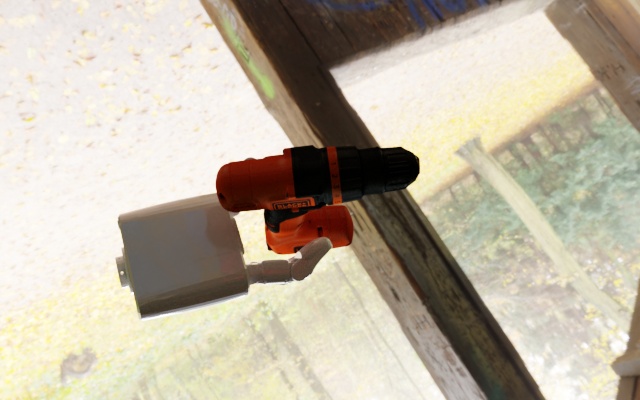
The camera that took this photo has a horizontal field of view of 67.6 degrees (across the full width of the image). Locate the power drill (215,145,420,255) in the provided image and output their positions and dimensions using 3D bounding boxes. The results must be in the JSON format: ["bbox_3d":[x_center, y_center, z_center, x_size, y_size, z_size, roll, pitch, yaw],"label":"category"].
[{"bbox_3d":[0.000,0.002,0.496,0.184,0.057,0.188,-5,-22,0],"label":"power drill"}]
